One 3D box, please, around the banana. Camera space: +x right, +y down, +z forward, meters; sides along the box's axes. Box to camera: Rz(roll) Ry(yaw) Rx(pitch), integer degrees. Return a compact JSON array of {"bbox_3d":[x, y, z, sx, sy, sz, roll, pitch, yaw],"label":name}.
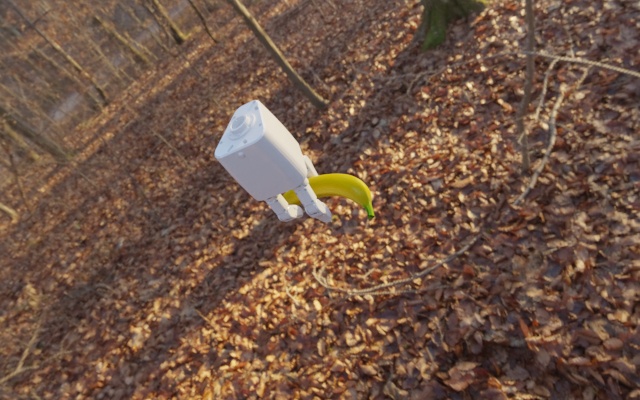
[{"bbox_3d":[0.010,-0.013,0.800,0.198,0.069,0.037,5,-28,39],"label":"banana"}]
